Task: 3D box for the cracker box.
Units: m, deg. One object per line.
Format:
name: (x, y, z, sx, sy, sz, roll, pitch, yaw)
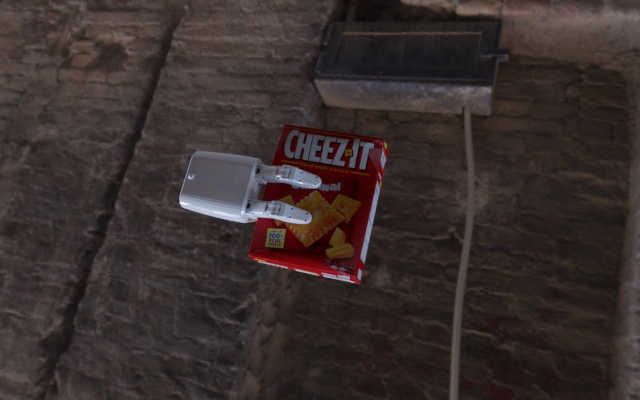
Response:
cracker box: (0.000, 0.003, 0.721, 0.164, 0.213, 0.072, 10, -14, 13)
